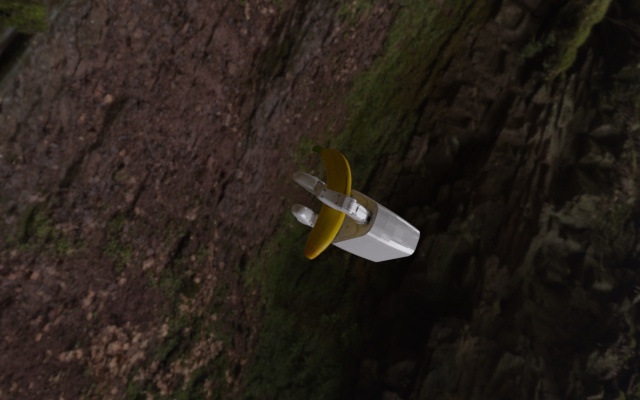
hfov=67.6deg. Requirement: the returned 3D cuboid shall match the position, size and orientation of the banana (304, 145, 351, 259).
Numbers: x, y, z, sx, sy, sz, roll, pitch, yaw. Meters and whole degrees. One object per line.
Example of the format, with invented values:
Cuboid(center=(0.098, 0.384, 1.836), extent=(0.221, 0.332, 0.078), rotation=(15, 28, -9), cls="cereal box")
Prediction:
Cuboid(center=(0.015, -0.005, 0.741), extent=(0.069, 0.197, 0.037), rotation=(-17, -35, 36), cls="banana")
